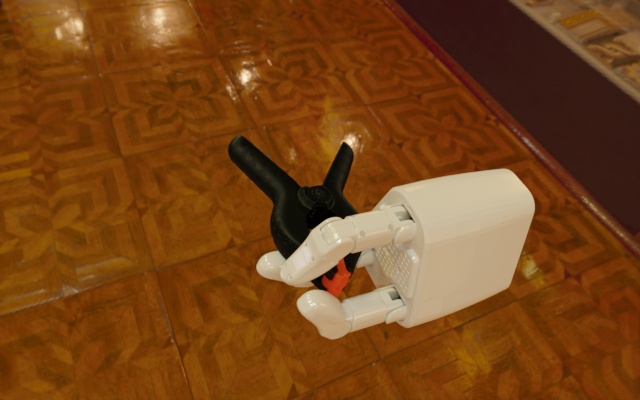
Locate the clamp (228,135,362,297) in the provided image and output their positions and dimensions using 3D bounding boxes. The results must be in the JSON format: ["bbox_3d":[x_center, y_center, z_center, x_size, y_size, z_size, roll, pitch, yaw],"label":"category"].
[{"bbox_3d":[0.000,0.001,0.408,0.120,0.171,0.039,-11,-37,-23],"label":"clamp"}]
